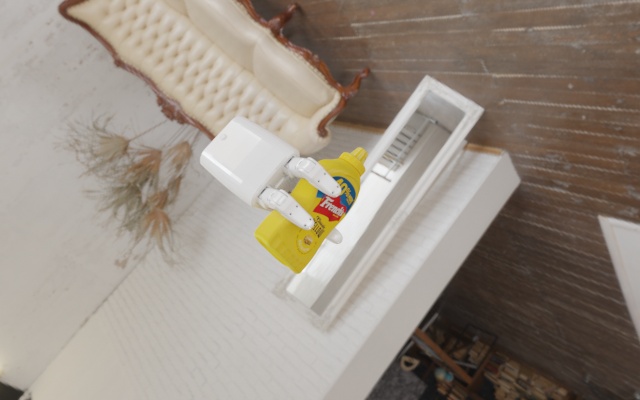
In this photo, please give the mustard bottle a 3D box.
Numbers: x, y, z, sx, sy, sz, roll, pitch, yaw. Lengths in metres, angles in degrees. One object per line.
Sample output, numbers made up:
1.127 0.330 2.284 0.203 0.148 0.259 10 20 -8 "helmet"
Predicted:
0.000 0.002 0.651 0.058 0.191 0.096 28 -17 42 "mustard bottle"
